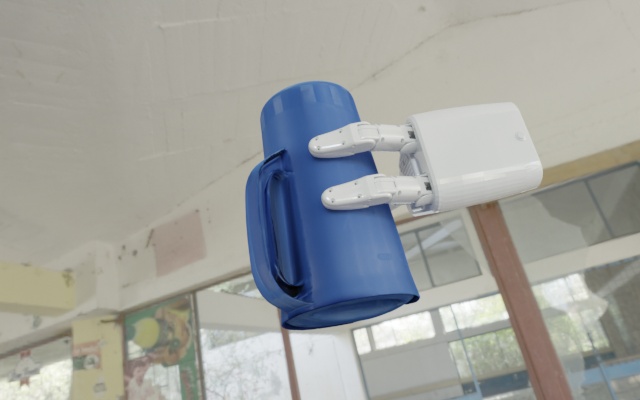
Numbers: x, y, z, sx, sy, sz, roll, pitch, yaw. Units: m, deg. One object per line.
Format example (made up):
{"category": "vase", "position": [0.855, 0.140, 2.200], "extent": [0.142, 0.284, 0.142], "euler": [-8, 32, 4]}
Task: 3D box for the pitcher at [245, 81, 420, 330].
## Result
{"category": "pitcher", "position": [0.000, 0.002, 0.485], "extent": [0.145, 0.242, 0.149], "euler": [-11, -22, -4]}
